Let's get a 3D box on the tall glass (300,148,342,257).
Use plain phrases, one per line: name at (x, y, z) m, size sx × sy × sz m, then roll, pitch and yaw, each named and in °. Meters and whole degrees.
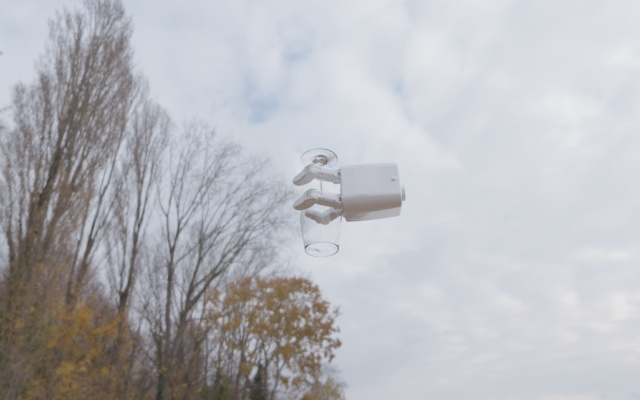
tall glass at (0.000, 0.002, 0.897) m, size 0.079 × 0.201 × 0.079 m, roll -1°, pitch -32°, yaw -1°
